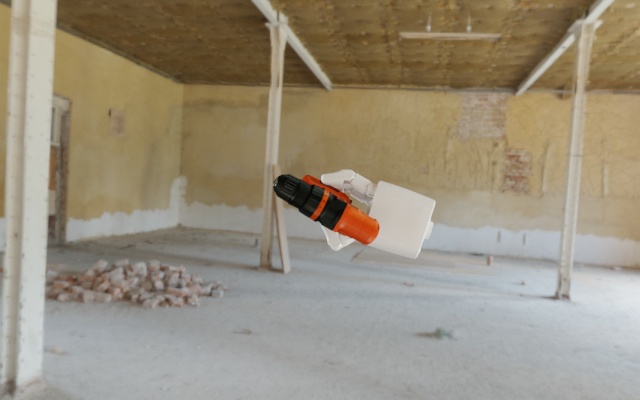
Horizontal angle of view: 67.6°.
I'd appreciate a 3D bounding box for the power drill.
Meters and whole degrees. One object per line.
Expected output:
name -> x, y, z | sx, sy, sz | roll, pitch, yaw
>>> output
power drill -> 0.000, 0.003, 0.813 | 0.184, 0.057, 0.187 | 30, 6, -11
